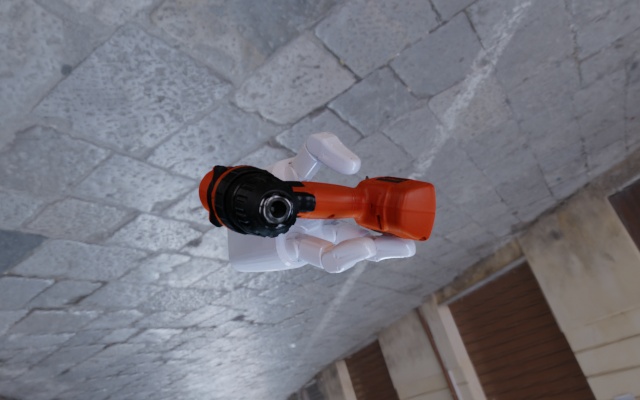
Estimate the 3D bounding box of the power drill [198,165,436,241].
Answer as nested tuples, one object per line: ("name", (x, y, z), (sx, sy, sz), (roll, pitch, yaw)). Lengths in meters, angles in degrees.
("power drill", (0.000, 0.001, 0.404), (0.187, 0.057, 0.184), (5, 4, -24))
